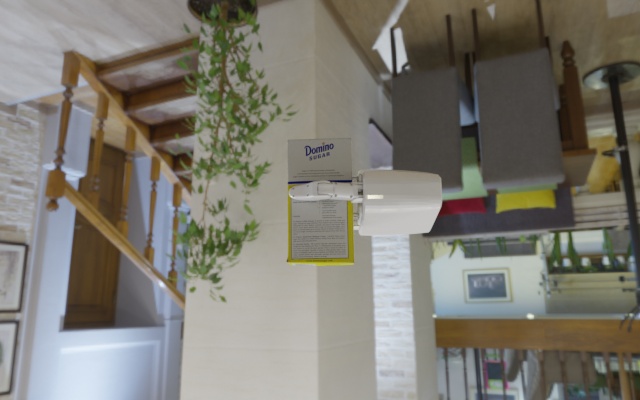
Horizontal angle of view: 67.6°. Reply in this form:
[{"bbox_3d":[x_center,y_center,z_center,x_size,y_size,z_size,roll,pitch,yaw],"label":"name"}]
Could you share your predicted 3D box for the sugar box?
[{"bbox_3d":[0.000,0.002,0.674,0.093,0.176,0.048,-1,-12,3],"label":"sugar box"}]
